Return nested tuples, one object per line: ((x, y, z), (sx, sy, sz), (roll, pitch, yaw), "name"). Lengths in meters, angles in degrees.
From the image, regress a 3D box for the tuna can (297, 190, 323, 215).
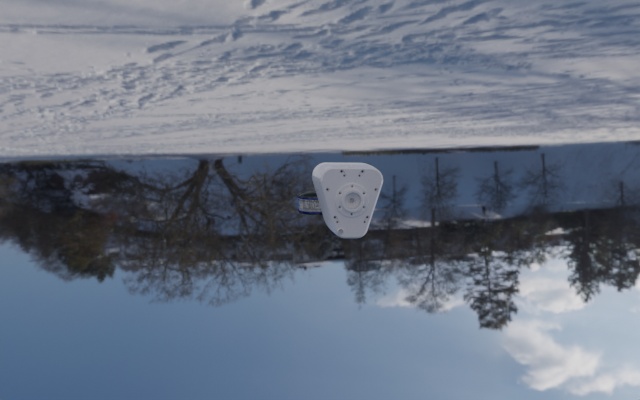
((0.000, 0.003, 0.871), (0.086, 0.034, 0.086), (-2, 9, 0), "tuna can")
